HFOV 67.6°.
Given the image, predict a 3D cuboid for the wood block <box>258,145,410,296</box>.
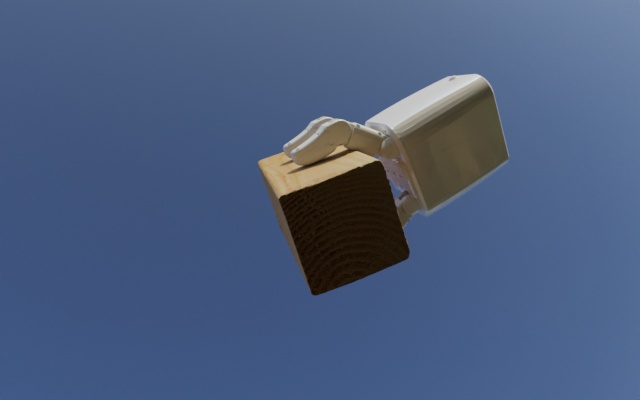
[{"bbox_3d":[0.001,0.002,0.476,0.090,0.091,0.206,-21,15,-7],"label":"wood block"}]
